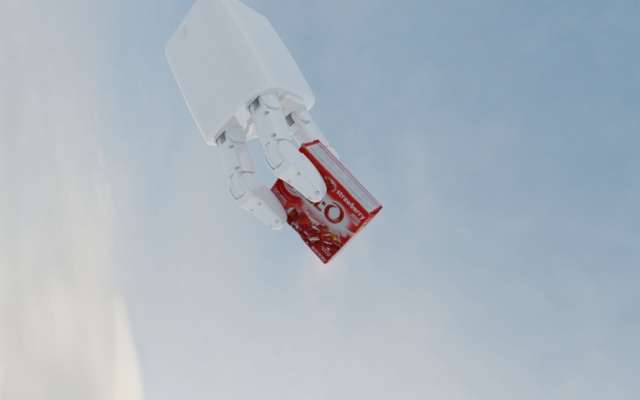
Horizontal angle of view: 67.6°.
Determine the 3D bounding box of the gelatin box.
[{"bbox_3d":[0.001,0.002,0.434,0.073,0.089,0.030,-50,-13,34],"label":"gelatin box"}]
